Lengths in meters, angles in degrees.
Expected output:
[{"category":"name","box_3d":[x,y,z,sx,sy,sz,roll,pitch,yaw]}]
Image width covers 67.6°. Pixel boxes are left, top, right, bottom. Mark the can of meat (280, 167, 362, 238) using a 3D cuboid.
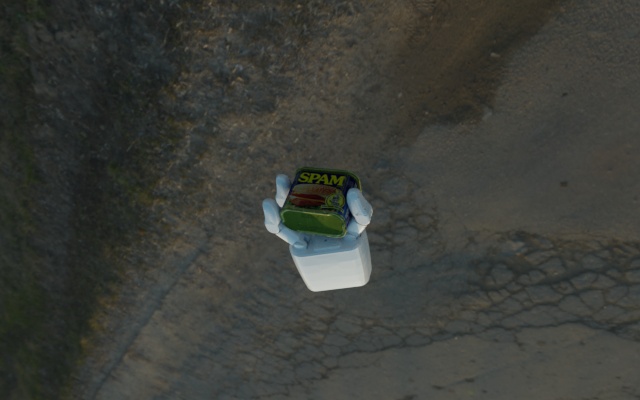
[{"category":"can of meat","box_3d":[0.000,0.002,0.692,0.102,0.084,0.057,6,-40,17]}]
